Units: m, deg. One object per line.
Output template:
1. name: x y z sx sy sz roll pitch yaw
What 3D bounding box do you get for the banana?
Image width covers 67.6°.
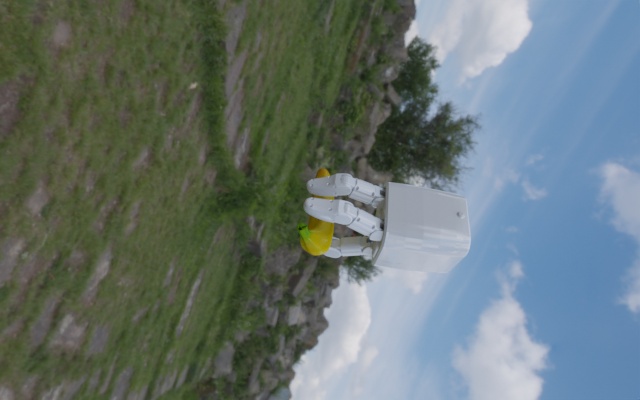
1. banana: 0.000 0.021 0.642 0.037 0.070 0.197 2 24 5
